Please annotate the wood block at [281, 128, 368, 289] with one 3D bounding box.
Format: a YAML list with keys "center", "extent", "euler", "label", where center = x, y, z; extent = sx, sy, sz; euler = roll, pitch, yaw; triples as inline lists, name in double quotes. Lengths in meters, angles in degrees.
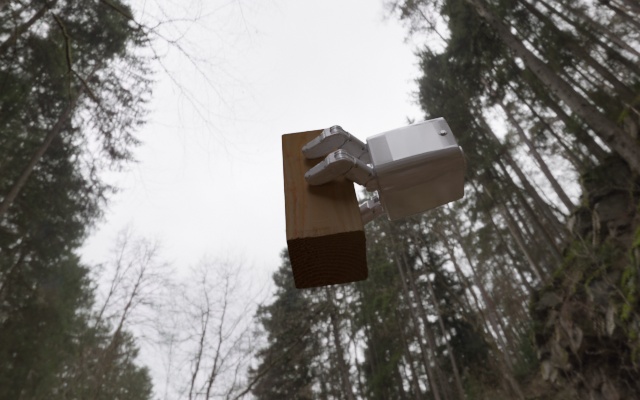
- center: [0.001, 0.002, 0.624]
  extent: [0.090, 0.091, 0.206]
  euler: [-8, 42, 1]
  label: "wood block"
